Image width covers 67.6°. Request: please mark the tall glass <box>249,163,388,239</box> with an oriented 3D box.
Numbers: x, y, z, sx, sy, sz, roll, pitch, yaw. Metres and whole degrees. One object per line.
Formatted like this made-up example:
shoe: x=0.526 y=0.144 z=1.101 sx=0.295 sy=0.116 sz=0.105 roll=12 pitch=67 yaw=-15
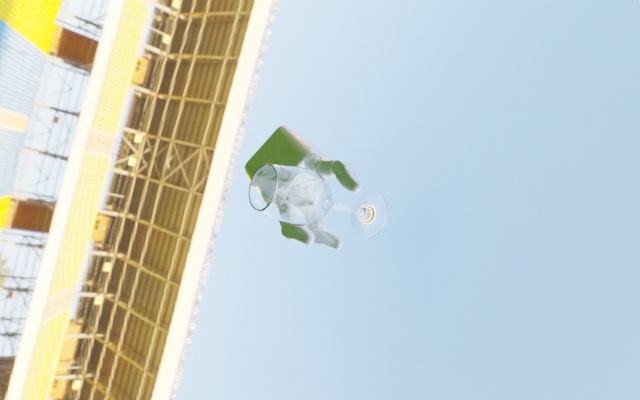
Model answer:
tall glass: x=0.001 y=0.002 z=0.664 sx=0.201 sy=0.079 sz=0.079 roll=15 pitch=-10 yaw=-41
